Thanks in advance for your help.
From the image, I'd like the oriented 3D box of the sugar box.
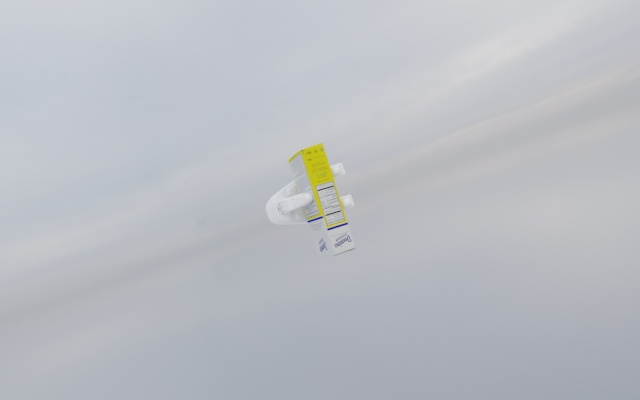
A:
[{"bbox_3d":[0.001,0.002,0.785,0.048,0.176,0.093,-19,0,-18],"label":"sugar box"}]
